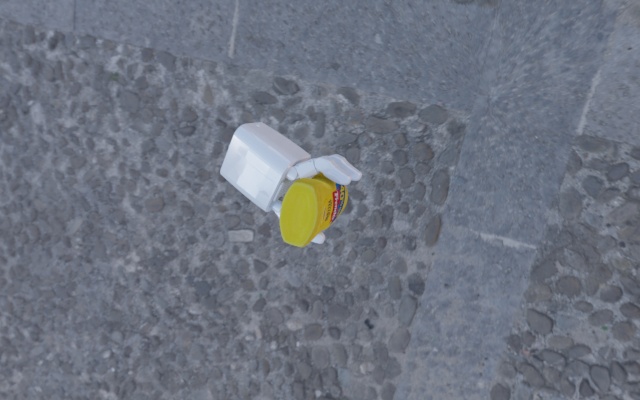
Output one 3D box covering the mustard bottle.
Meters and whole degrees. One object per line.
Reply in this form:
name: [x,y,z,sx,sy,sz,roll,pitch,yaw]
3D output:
mustard bottle: [0.000,0.003,0.752,0.058,0.096,0.191,14,16,17]
